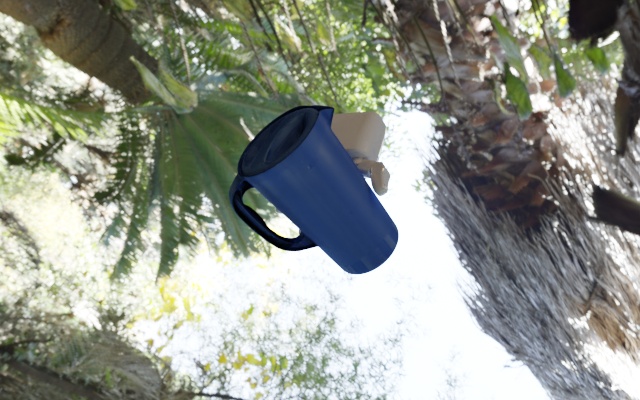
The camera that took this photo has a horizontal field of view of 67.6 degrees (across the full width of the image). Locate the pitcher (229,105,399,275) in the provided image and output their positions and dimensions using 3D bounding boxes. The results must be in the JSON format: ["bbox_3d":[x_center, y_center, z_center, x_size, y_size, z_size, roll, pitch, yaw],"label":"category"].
[{"bbox_3d":[0.000,0.002,0.673,0.149,0.145,0.243,-17,-53,35],"label":"pitcher"}]
